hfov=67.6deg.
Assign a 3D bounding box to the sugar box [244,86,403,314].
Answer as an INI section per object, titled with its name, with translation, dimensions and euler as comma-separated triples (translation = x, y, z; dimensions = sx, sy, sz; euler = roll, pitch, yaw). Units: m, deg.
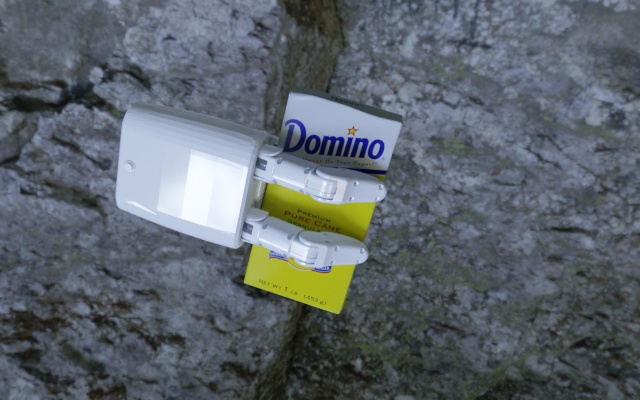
[sugar box]
translation = 0.000, 0.002, 0.408
dimensions = 0.093, 0.176, 0.048
euler = 17, 21, 4
